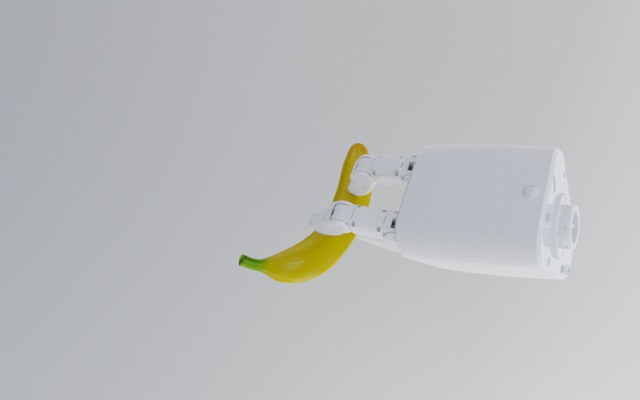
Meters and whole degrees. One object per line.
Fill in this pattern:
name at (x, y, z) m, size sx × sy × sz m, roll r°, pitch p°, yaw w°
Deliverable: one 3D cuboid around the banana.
banana at (0.009, 0.018, 0.474) m, size 0.037 × 0.070 × 0.197 m, roll -18°, pitch 23°, yaw 51°
